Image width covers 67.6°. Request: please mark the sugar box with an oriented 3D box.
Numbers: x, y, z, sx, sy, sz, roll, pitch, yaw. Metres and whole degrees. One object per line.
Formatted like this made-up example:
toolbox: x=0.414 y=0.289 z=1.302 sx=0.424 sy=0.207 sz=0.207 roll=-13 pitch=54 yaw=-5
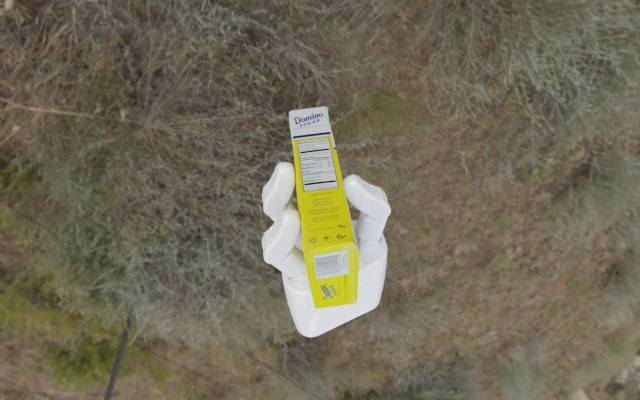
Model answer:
sugar box: x=0.000 y=0.002 z=0.455 sx=0.048 sy=0.176 sz=0.093 roll=-9 pitch=-41 yaw=-4
